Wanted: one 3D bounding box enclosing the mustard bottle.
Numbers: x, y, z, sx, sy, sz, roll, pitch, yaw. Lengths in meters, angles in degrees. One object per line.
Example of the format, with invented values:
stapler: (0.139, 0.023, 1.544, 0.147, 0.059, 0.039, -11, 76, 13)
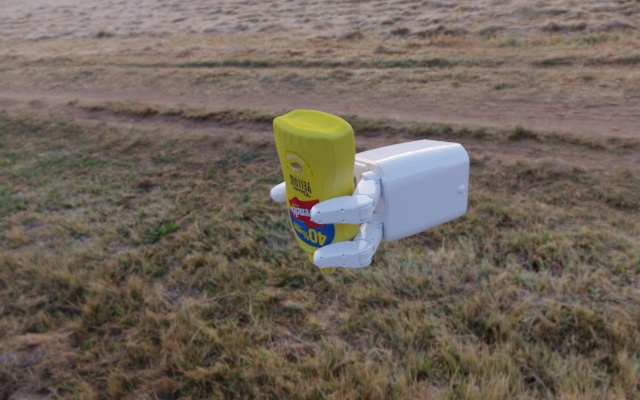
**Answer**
mustard bottle: (0.000, 0.002, 0.527, 0.058, 0.192, 0.096, -30, 38, -34)
